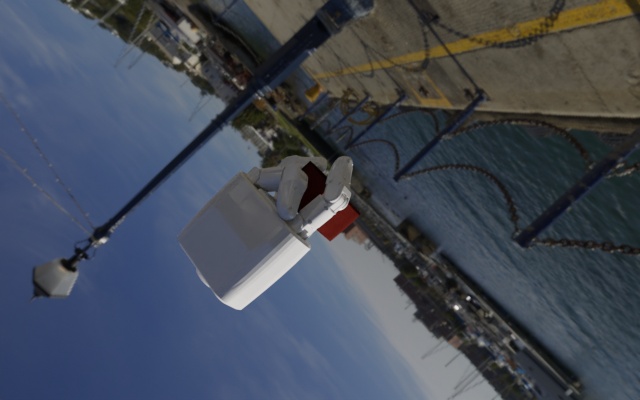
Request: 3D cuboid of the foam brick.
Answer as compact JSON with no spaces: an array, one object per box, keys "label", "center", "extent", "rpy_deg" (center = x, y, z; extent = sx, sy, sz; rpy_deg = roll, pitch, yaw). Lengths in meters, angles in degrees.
[{"label":"foam brick","center":[0.000,0.002,0.564],"extent":[0.053,0.051,0.078],"rpy_deg":[47,2,42]}]
